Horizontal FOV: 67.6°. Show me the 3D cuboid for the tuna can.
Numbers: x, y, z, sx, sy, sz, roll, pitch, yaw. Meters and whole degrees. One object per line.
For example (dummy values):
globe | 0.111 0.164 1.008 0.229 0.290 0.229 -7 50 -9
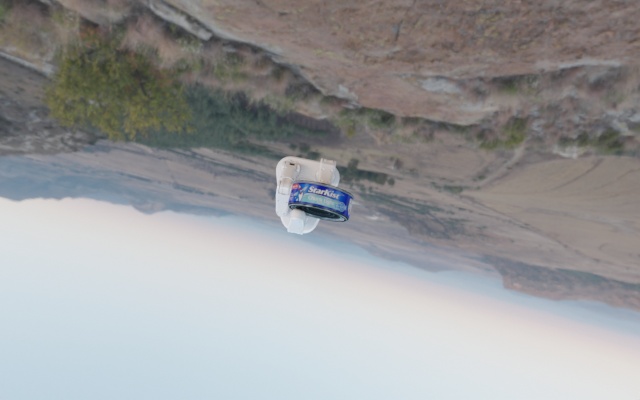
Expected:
tuna can | 0.000 0.003 0.643 0.086 0.033 0.086 13 -11 3
